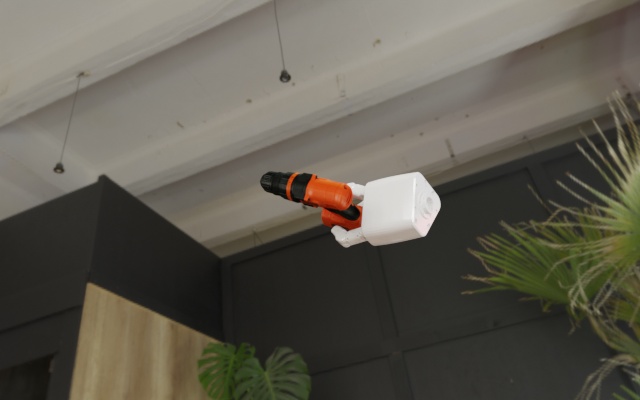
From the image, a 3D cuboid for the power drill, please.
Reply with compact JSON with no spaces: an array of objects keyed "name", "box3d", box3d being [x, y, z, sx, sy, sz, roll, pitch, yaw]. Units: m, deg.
[{"name":"power drill","box3d":[0.001,0.003,0.889,0.184,0.057,0.188,14,-11,32]}]
